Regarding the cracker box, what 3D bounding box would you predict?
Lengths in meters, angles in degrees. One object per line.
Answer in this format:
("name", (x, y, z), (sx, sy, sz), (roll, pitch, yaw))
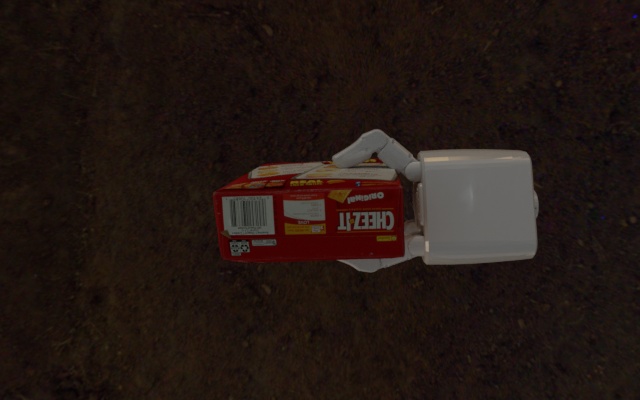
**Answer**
("cracker box", (0.000, 0.002, 0.507), (0.164, 0.072, 0.213), (-2, 10, 6))
